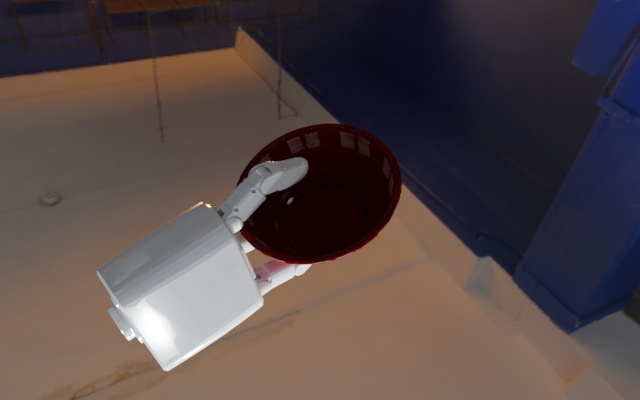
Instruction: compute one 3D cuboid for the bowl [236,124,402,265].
[{"bbox_3d":[0.001,0.001,0.469,0.162,0.162,0.055,0,-34,15],"label":"bowl"}]
